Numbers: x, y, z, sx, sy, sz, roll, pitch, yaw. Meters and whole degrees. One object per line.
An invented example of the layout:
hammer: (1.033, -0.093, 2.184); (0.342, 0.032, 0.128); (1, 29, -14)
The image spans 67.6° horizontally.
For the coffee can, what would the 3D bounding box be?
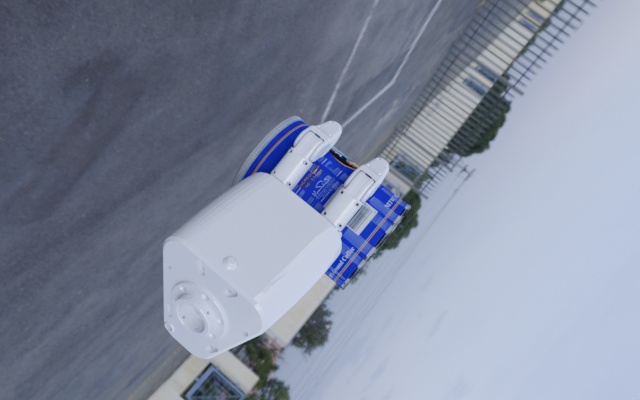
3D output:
coffee can: (0.000, 0.001, 0.461); (0.140, 0.103, 0.103); (39, 6, 8)
